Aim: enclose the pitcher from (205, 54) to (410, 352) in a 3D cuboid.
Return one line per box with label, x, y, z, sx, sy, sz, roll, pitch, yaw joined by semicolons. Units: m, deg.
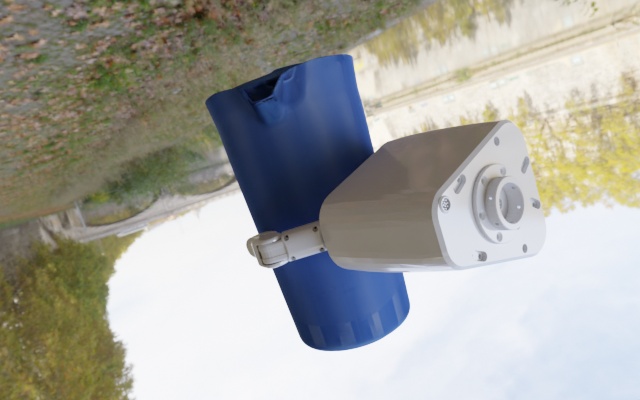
pitcher;0.000;0.001;0.441;0.149;0.243;0.145;-23;9;-35
